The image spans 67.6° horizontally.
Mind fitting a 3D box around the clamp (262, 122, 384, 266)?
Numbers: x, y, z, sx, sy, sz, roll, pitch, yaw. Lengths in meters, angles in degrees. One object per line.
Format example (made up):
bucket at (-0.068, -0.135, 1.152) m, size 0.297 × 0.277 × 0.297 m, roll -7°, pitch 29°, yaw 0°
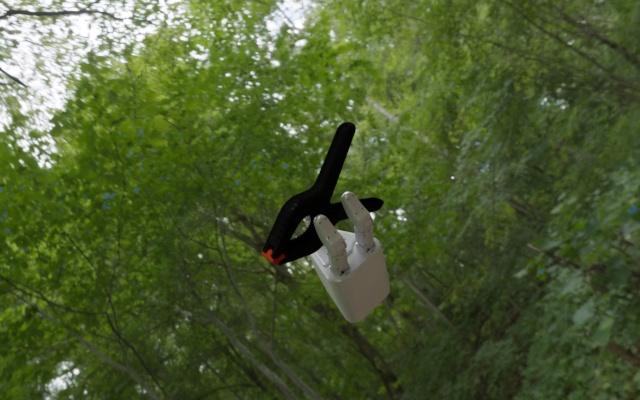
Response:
clamp at (-0.001, 0.002, 0.661) m, size 0.210 × 0.165 × 0.036 m, roll -38°, pitch 40°, yaw -24°
